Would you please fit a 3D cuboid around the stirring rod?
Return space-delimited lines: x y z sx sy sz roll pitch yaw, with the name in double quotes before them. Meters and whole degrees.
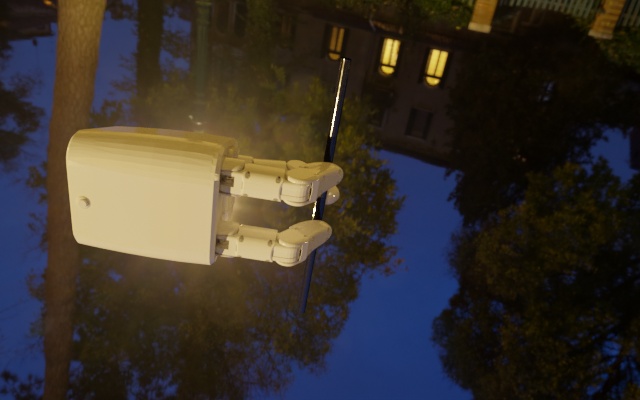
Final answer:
"stirring rod" 0.000 0.001 0.405 0.011 0.240 0.011 8 27 -4
